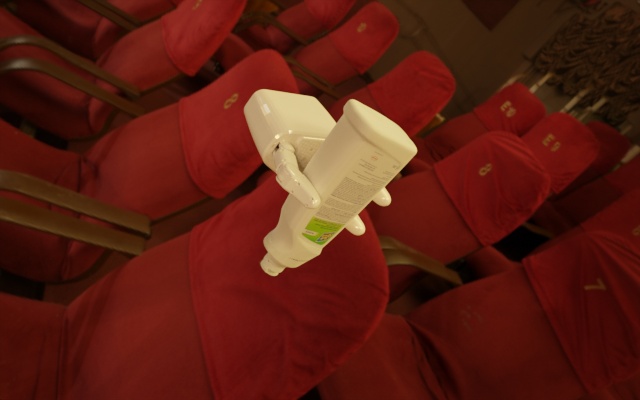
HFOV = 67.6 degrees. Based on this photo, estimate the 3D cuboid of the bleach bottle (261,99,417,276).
[{"bbox_3d":[0.000,0.002,0.590,0.102,0.251,0.068,19,31,-40],"label":"bleach bottle"}]
